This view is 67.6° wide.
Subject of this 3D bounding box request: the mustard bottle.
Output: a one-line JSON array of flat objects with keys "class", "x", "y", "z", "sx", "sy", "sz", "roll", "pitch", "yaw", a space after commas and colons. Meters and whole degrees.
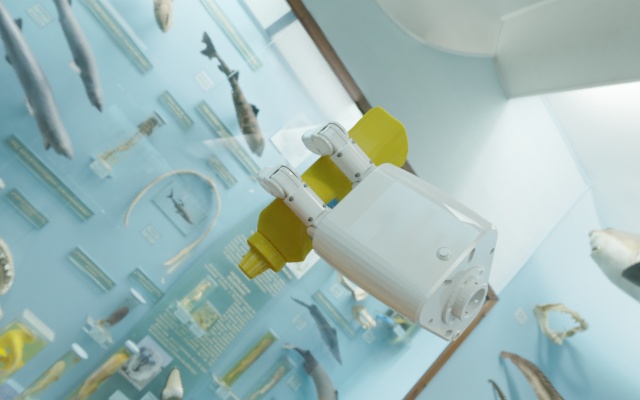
[{"class": "mustard bottle", "x": 0.000, "y": 0.001, "z": 0.449, "sx": 0.058, "sy": 0.191, "sz": 0.096, "roll": 42, "pitch": -16, "yaw": 14}]
